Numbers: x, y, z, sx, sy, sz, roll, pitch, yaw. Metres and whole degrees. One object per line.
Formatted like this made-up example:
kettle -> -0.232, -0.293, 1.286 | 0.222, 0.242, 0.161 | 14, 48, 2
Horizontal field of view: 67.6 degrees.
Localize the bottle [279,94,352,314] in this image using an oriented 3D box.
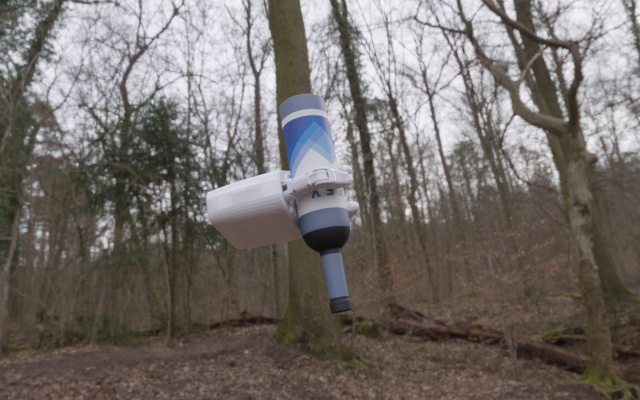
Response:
bottle -> 0.000, 0.002, 0.645 | 0.069, 0.295, 0.069 | -10, -16, -3
